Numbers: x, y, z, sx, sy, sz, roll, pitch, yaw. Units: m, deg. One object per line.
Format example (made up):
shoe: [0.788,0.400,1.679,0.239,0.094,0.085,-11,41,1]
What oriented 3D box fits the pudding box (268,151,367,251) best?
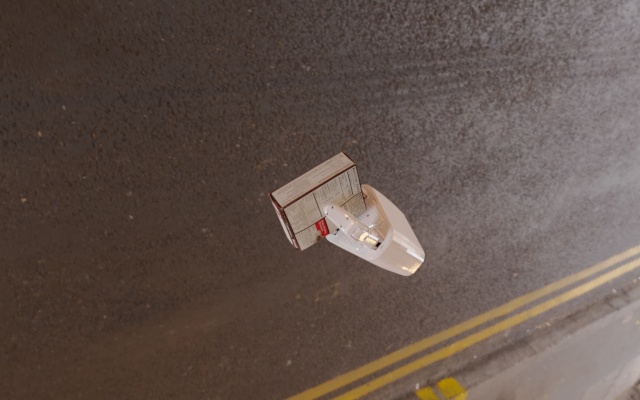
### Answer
pudding box: [0.000,0.002,0.613,0.113,0.090,0.039,-32,46,-14]
